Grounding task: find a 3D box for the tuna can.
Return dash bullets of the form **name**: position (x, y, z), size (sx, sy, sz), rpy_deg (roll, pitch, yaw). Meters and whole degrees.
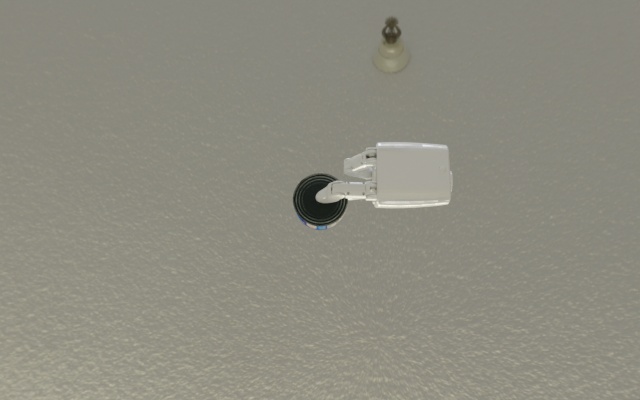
- **tuna can**: position (0.000, 0.003, 0.755), size (0.086, 0.086, 0.034), rpy_deg (0, -16, 1)
